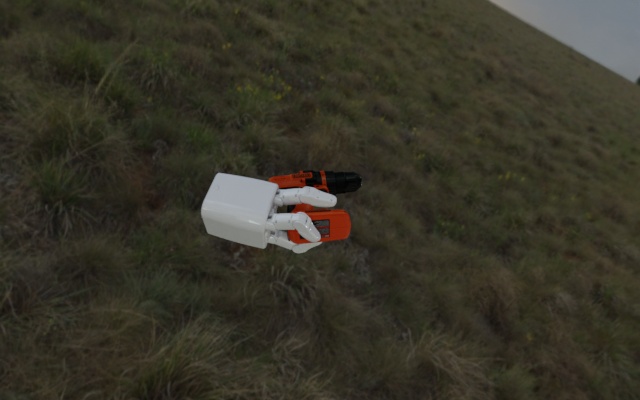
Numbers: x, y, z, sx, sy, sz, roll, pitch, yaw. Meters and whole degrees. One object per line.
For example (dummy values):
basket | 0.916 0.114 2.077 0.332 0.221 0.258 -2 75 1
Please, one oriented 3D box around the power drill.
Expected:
power drill | 0.000 0.003 0.862 0.184 0.057 0.187 -7 28 -6
